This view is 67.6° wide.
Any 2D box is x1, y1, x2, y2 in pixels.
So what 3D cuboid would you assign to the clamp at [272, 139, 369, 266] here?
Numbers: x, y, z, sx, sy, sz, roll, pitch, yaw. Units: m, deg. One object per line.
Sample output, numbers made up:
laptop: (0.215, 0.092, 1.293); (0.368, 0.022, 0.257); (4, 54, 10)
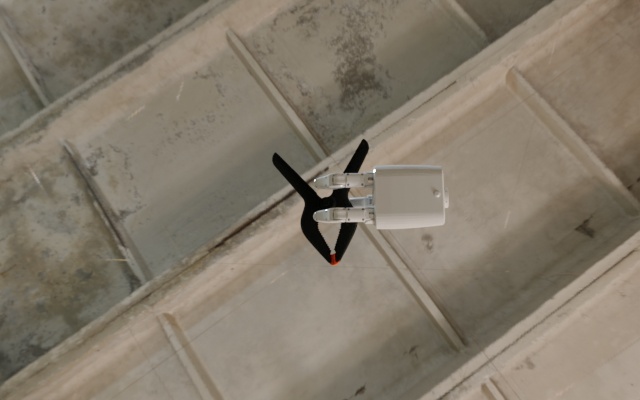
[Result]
clamp: (0.000, 0.003, 0.795); (0.164, 0.210, 0.036); (-2, -9, 7)
